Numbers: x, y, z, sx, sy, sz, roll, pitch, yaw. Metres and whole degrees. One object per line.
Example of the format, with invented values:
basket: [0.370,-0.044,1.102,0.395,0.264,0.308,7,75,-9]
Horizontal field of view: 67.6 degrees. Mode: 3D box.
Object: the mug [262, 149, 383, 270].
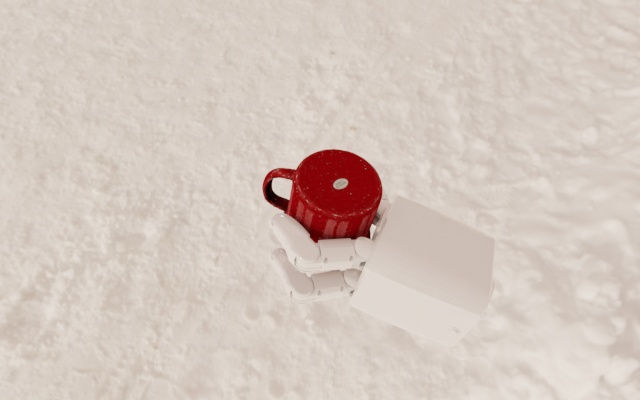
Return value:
mug: [-0.001,0.001,0.454,0.117,0.093,0.082,23,-37,7]
